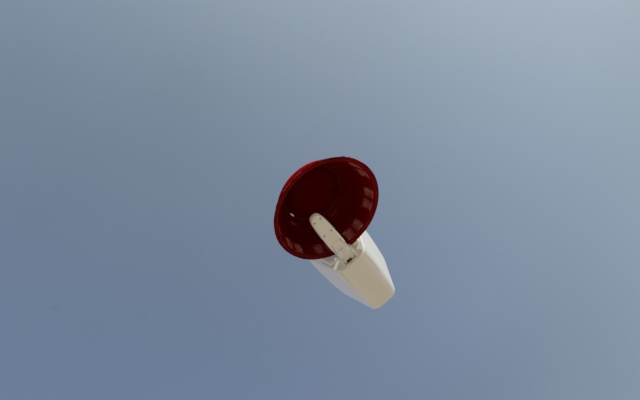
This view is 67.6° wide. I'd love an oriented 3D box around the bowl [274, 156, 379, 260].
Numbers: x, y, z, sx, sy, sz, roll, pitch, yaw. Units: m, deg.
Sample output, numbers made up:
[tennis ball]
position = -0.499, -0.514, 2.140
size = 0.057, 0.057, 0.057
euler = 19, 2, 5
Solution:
[bowl]
position = 0.000, 0.001, 0.673
size = 0.162, 0.162, 0.055
euler = 0, 29, -30
